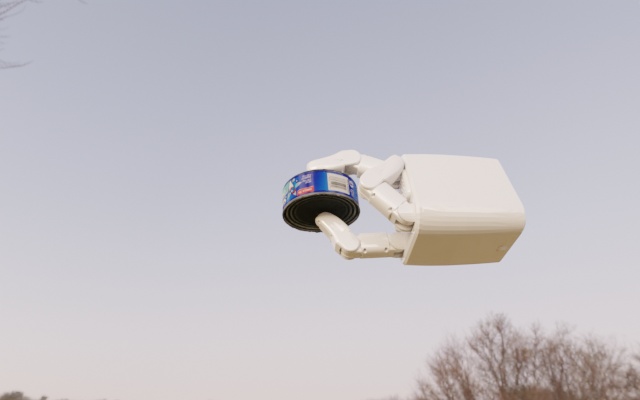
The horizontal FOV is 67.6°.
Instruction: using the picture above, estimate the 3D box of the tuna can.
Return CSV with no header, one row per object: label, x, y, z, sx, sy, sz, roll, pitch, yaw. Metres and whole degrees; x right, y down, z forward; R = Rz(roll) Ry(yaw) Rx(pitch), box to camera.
tuna can,0.000,0.001,0.531,0.086,0.033,0.086,-3,-31,-2
